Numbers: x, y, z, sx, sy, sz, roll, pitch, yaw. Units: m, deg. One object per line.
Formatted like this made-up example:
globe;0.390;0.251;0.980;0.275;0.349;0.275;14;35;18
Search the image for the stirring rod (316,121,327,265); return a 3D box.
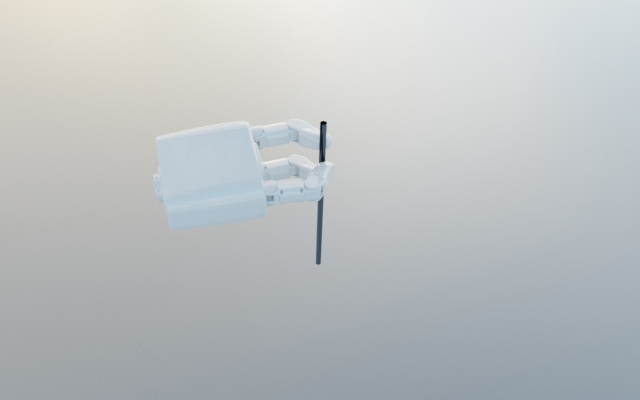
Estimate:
stirring rod;0.000;0.002;0.613;0.011;0.240;0.011;1;43;-1
